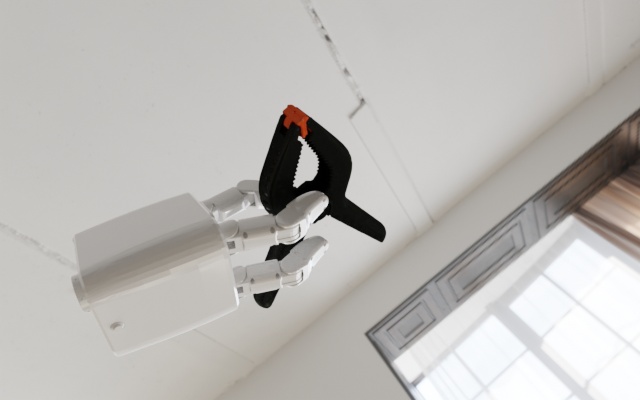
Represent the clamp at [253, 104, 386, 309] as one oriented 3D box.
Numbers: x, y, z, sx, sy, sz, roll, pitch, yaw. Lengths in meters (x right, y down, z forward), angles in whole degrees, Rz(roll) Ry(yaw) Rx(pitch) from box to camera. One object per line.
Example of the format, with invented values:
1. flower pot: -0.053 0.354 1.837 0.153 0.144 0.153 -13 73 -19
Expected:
1. clamp: -0.001 0.001 0.465 0.164 0.210 0.036 -23 43 -24
